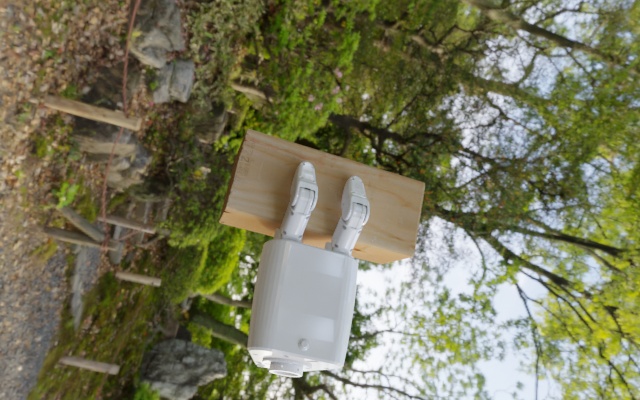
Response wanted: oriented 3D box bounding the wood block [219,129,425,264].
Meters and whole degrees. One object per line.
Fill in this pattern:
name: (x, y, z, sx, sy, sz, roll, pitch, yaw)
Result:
wood block: (0.000, 0.002, 0.541, 0.206, 0.090, 0.091, 16, -17, -14)
